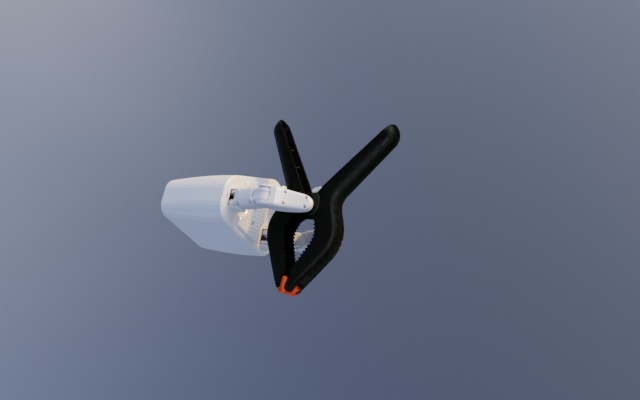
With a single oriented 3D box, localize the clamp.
[{"bbox_3d":[-0.001,0.002,0.527,0.164,0.210,0.036,0,-18,32],"label":"clamp"}]
